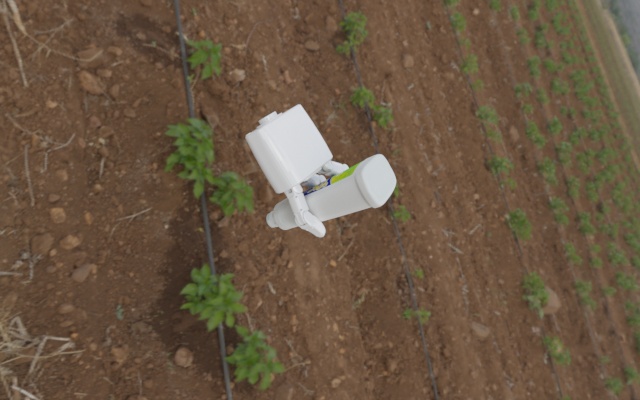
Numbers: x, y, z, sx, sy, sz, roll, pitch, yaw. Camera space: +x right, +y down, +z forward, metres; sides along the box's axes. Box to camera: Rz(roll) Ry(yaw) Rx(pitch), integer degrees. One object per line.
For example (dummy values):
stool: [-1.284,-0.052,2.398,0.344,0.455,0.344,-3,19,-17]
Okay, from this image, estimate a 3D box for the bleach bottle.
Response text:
bleach bottle: [0.000,0.003,0.809,0.251,0.068,0.102,-22,14,36]
